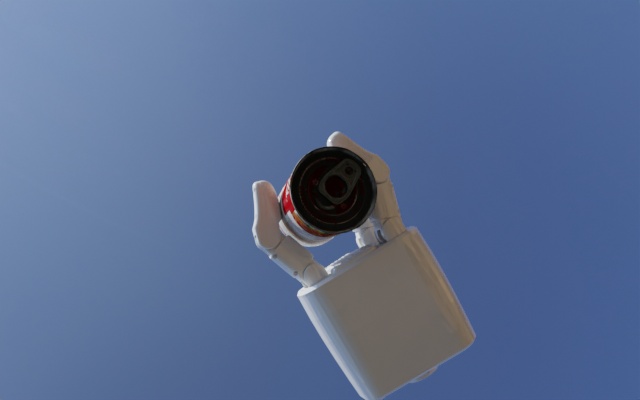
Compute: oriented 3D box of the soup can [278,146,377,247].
[{"bbox_3d":[0.000,0.001,0.406,0.068,0.068,0.102,0,-11,-12],"label":"soup can"}]
